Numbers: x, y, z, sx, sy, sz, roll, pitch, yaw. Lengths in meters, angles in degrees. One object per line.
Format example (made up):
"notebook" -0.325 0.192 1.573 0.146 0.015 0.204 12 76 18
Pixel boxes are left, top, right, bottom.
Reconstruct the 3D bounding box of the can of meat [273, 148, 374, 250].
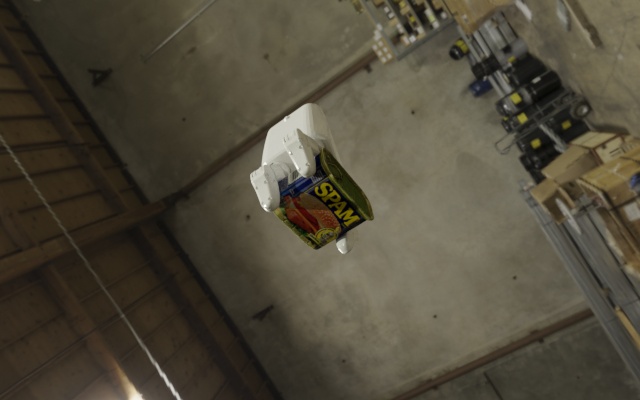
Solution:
"can of meat" 0.000 0.002 0.568 0.084 0.102 0.057 -33 32 17
